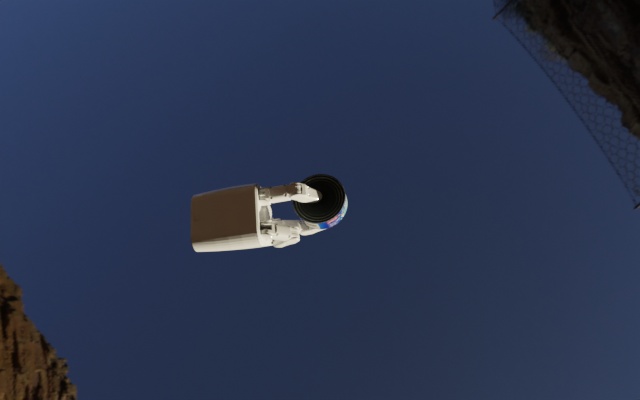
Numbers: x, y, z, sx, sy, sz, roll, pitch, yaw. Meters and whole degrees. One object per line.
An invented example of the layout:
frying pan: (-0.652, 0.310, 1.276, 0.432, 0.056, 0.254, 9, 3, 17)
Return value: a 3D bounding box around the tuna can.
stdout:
tuna can: (0.000, 0.003, 0.769, 0.086, 0.086, 0.034, 0, -24, 12)
